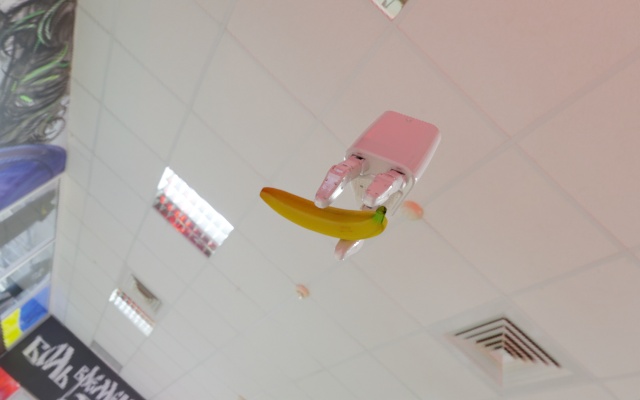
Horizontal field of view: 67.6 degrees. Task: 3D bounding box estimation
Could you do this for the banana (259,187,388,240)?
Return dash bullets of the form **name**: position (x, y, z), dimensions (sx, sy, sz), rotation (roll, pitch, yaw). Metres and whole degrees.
- **banana**: position (0.009, 0.016, 0.600), dimensions (0.198, 0.070, 0.037), rotation (7, 45, 37)
